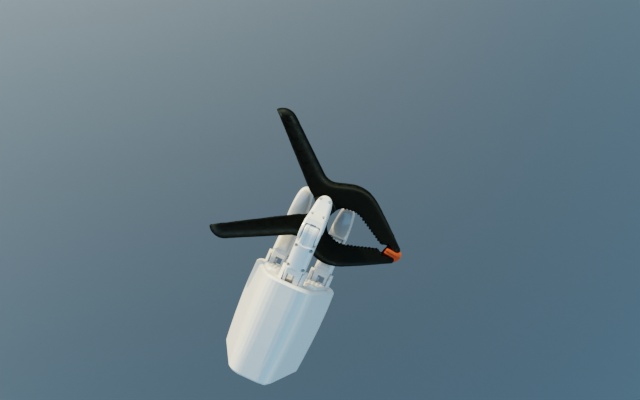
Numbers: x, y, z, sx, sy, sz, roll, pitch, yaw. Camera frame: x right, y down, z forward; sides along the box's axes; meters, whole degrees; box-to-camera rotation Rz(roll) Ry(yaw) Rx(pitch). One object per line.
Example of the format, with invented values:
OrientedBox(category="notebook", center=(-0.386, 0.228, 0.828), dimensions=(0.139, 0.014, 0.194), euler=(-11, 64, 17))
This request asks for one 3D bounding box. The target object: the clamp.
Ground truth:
OrientedBox(category="clamp", center=(0.000, 0.002, 0.536), dimensions=(0.210, 0.164, 0.036), euler=(23, 1, 3))
